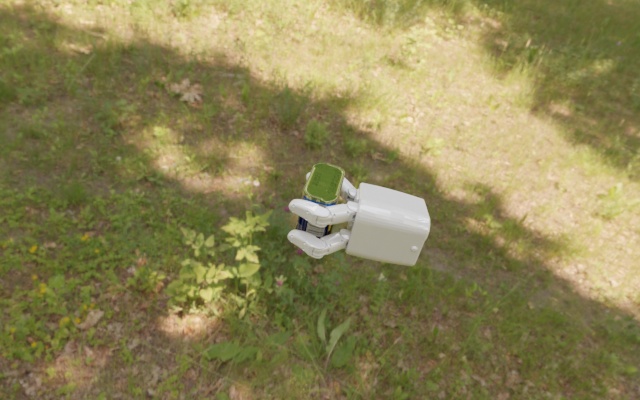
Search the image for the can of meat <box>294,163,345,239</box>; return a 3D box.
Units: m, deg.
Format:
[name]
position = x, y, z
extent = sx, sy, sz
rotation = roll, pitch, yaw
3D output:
[can of meat]
position = 0.000, 0.002, 0.735
extent = 0.057, 0.084, 0.102
rotation = 15, 38, 3
